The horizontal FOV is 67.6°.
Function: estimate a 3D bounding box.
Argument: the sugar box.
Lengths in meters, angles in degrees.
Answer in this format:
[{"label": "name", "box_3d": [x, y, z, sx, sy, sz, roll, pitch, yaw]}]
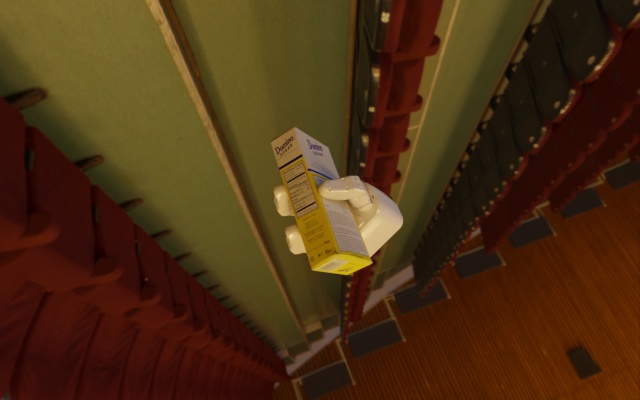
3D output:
[{"label": "sugar box", "box_3d": [0.000, 0.002, 0.598, 0.048, 0.176, 0.093, -31, -25, 20]}]
